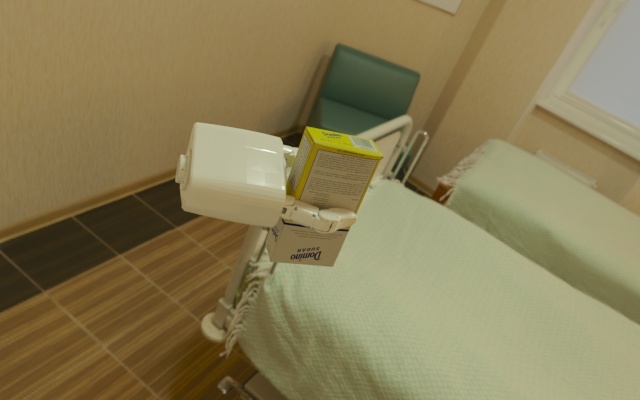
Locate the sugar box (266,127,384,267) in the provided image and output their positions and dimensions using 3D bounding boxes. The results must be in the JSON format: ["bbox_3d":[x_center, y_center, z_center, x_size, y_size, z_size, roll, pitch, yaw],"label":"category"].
[{"bbox_3d":[0.000,0.002,0.594,0.093,0.176,0.048,8,34,-24],"label":"sugar box"}]
